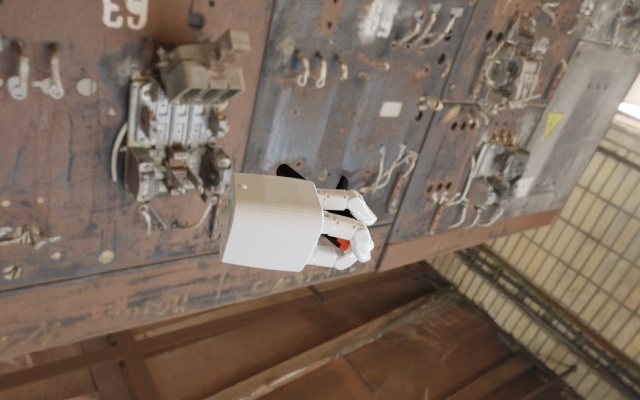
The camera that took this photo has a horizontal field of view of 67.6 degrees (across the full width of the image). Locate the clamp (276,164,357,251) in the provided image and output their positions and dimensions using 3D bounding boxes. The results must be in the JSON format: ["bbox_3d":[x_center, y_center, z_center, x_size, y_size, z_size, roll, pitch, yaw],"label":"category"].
[{"bbox_3d":[0.000,0.003,0.675,0.120,0.039,0.171,9,29,-17],"label":"clamp"}]
